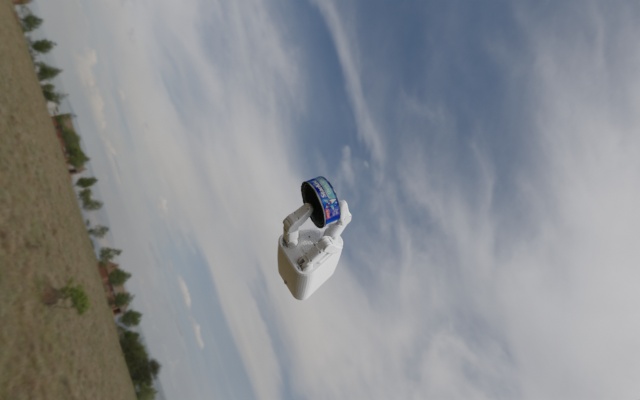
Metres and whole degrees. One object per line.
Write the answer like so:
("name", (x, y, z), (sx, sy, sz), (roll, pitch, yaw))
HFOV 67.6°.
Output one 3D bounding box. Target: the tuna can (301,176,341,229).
("tuna can", (0.001, 0.002, 0.815), (0.034, 0.086, 0.086), (-21, 7, -20))
